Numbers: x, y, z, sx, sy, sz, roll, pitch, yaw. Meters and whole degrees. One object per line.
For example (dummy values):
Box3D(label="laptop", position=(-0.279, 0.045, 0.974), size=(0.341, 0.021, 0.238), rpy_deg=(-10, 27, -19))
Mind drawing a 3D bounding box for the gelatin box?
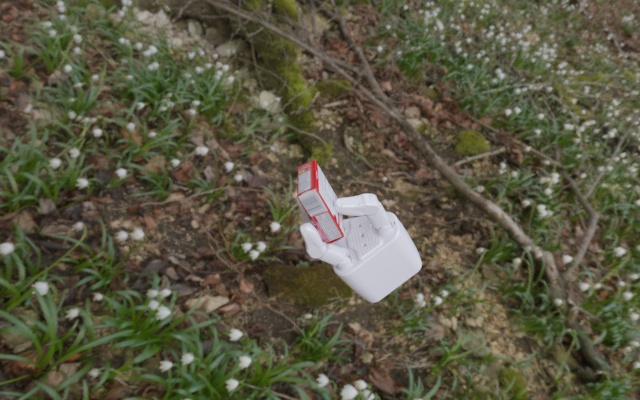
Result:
Box3D(label="gelatin box", position=(0.000, 0.002, 0.635), size=(0.030, 0.089, 0.073), rpy_deg=(-22, 32, 13))
